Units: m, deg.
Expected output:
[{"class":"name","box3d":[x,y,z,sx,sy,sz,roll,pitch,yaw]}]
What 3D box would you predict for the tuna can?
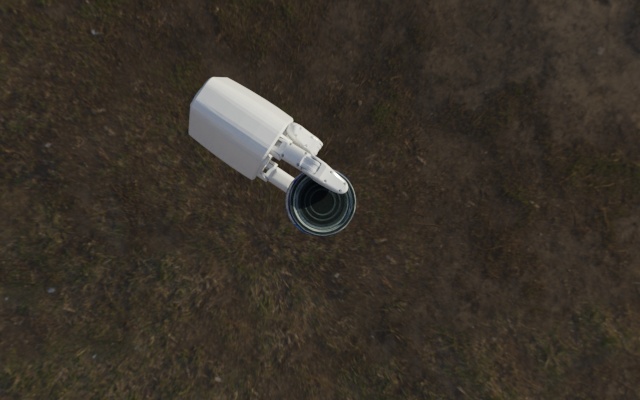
[{"class":"tuna can","box3d":[0.000,0.002,0.592,0.086,0.086,0.034,0,-1,-11]}]
